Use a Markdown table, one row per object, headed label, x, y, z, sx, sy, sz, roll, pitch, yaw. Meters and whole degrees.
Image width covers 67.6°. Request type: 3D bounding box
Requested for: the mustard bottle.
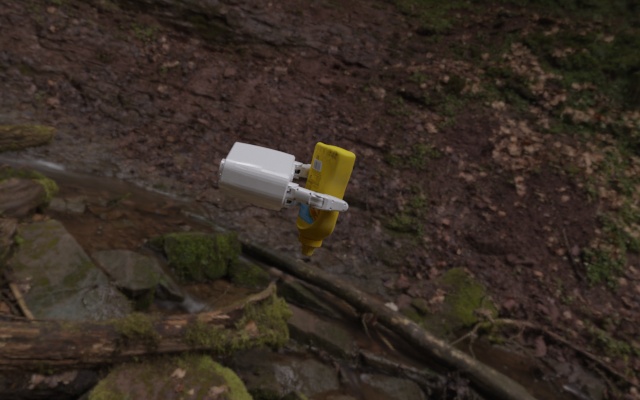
| label | x | y | z | sx | sy | sz | roll | pitch | yaw |
| --- | --- | --- | --- | --- | --- | --- | --- | --- | --- |
| mustard bottle | 0.001 | 0.002 | 0.812 | 0.058 | 0.191 | 0.096 | 11 | 11 | -28 |
